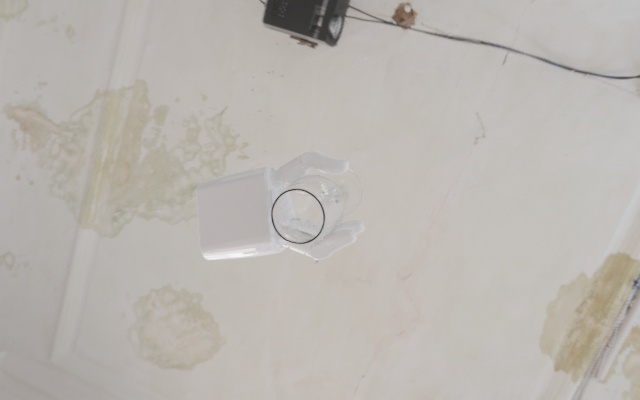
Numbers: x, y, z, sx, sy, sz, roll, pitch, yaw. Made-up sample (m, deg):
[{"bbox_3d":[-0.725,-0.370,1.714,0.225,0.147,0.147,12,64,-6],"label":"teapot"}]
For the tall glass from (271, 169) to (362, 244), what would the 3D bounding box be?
[{"bbox_3d":[0.000,0.002,0.611,0.079,0.079,0.201,0,9,15],"label":"tall glass"}]
